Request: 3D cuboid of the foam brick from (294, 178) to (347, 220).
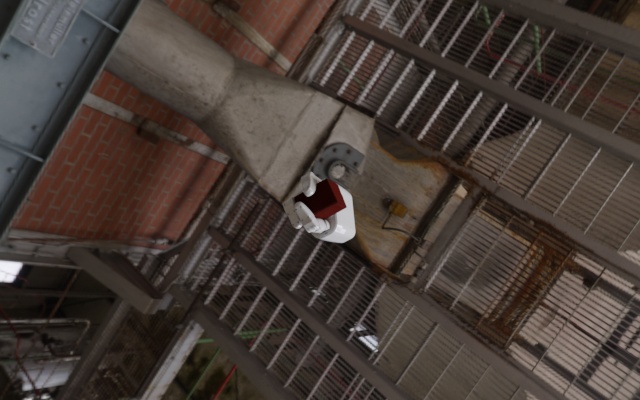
[{"bbox_3d":[0.000,0.003,0.896,0.078,0.053,0.051,-29,-23,19],"label":"foam brick"}]
